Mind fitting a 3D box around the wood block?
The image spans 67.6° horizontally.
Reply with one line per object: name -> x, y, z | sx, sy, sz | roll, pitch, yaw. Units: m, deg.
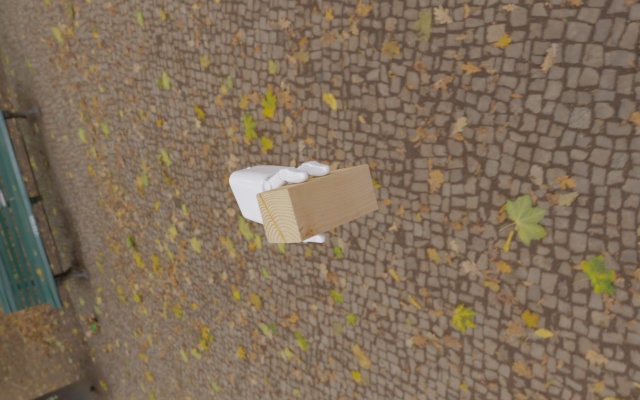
wood block -> 0.000, 0.003, 0.858 | 0.206, 0.091, 0.090 | -20, 9, -43
